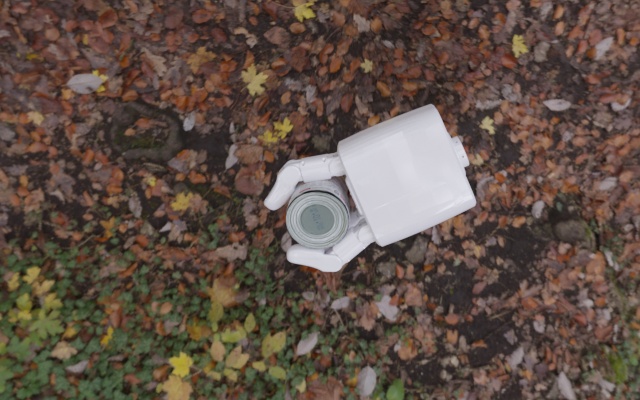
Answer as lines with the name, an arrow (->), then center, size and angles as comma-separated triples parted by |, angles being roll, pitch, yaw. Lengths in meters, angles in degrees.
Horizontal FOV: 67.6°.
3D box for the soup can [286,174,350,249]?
soup can -> 0.000, 0.002, 0.531 | 0.068, 0.068, 0.102 | 0, 23, 4
